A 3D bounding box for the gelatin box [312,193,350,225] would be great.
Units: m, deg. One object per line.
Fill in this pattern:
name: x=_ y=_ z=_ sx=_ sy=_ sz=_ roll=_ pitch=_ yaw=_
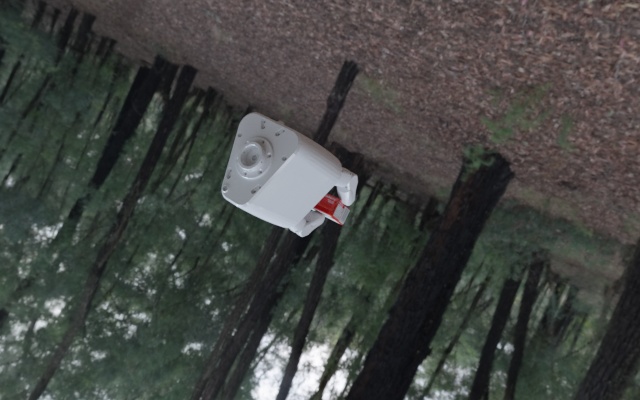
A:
gelatin box: x=0.000 y=0.003 z=0.707 sx=0.073 sy=0.030 sz=0.089 roll=26 pitch=-4 yaw=17
